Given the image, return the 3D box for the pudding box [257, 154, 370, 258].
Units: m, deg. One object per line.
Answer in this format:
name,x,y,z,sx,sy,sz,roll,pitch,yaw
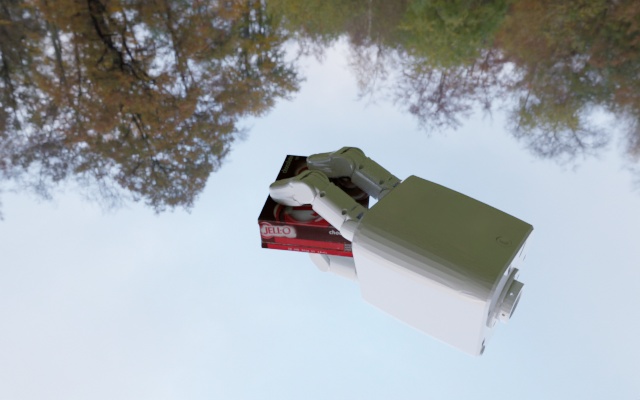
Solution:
pudding box,0.000,0.002,0.442,0.090,0.039,0.113,5,34,8
